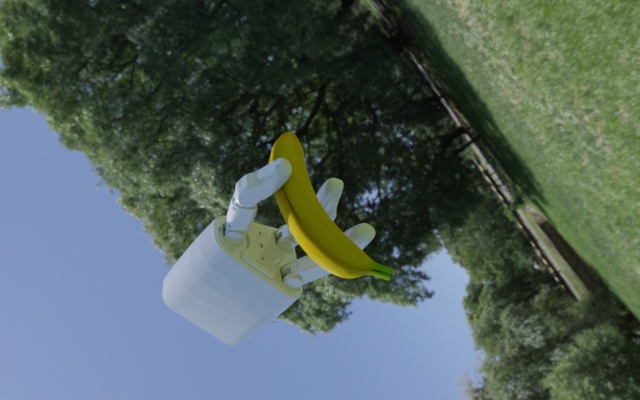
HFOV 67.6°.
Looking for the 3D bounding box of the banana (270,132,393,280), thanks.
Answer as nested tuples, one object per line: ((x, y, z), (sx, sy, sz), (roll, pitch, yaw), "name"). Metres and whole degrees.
((-0.010, 0.003, 0.459), (0.069, 0.197, 0.037), (4, -45, -49), "banana")
